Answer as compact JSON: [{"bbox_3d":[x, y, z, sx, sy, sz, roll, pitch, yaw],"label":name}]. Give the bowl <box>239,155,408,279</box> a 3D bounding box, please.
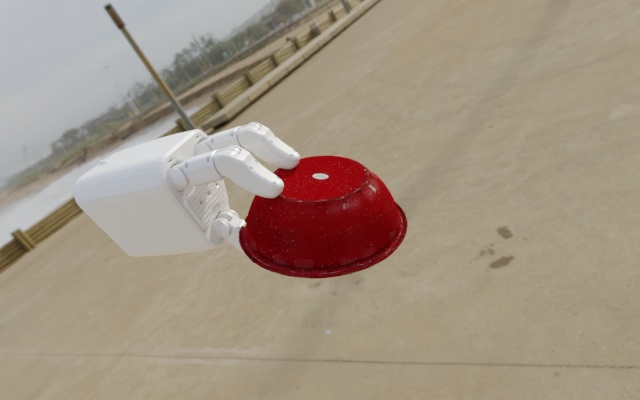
[{"bbox_3d":[0.001,0.001,0.447,0.162,0.055,0.162,-4,30,2],"label":"bowl"}]
